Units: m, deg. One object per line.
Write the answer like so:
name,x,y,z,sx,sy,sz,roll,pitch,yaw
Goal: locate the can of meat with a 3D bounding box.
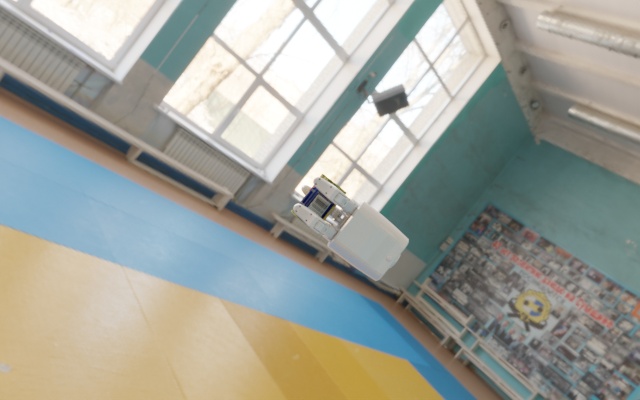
can of meat,0.000,0.002,0.834,0.057,0.084,0.102,39,3,3
